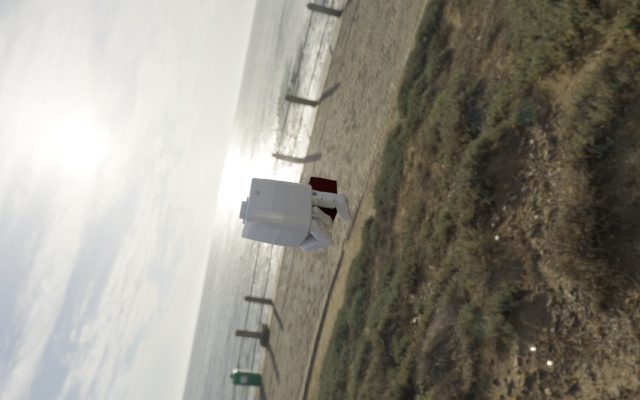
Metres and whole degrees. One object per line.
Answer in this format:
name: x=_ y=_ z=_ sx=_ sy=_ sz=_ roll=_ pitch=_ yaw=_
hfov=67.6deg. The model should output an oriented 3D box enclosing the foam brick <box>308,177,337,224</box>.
foam brick: x=0.000 y=0.003 z=0.877 sx=0.051 sy=0.078 sz=0.053 roll=9 pitch=-43 yaw=-10
